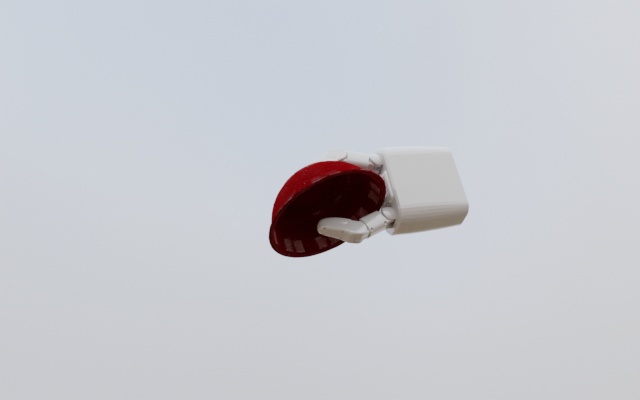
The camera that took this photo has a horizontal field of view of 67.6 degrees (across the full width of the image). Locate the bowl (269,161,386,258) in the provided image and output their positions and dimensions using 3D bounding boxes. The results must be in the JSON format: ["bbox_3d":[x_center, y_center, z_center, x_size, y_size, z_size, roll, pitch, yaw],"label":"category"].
[{"bbox_3d":[-0.001,0.002,0.604,0.162,0.055,0.162,-21,-34,-15],"label":"bowl"}]
